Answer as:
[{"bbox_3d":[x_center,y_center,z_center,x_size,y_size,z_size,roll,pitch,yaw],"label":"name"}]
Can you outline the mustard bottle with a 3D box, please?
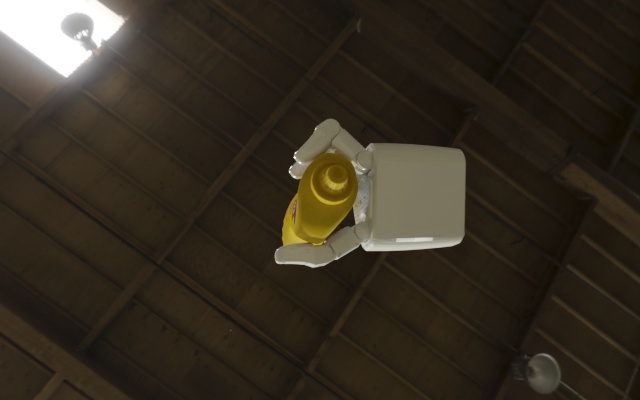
[{"bbox_3d":[0.000,0.002,0.514,0.058,0.096,0.192,24,-18,-3],"label":"mustard bottle"}]
